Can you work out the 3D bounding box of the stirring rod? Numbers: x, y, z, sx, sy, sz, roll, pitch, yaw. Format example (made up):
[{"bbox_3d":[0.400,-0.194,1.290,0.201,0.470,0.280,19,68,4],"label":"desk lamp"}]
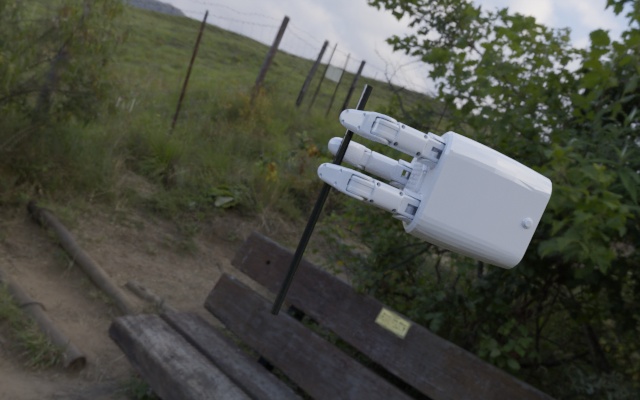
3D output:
[{"bbox_3d":[0.000,0.002,0.465,0.011,0.239,0.011,23,4,-2],"label":"stirring rod"}]
